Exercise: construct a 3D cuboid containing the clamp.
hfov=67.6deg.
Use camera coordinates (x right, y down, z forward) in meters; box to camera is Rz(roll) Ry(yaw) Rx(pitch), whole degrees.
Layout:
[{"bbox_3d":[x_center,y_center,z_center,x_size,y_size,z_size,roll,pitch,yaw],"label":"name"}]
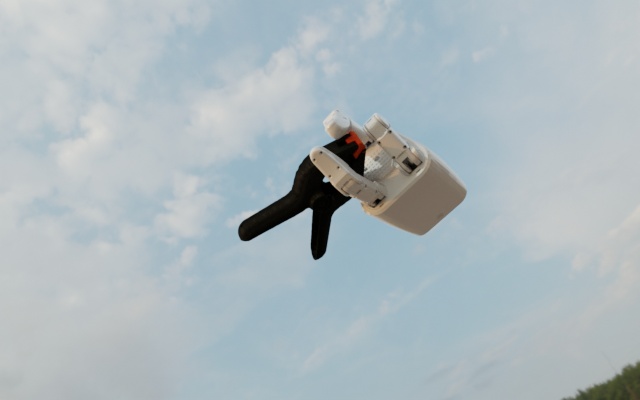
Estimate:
[{"bbox_3d":[0.000,0.001,0.544,0.171,0.039,0.120,-45,-42,18],"label":"clamp"}]
